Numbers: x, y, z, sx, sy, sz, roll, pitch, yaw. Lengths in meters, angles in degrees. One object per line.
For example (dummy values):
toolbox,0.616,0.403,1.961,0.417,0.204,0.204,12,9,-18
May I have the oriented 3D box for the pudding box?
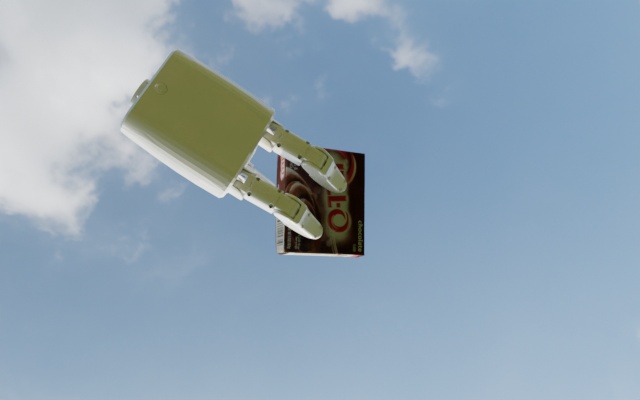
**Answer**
pudding box,0.000,0.002,0.500,0.090,0.113,0.039,5,-8,-22
